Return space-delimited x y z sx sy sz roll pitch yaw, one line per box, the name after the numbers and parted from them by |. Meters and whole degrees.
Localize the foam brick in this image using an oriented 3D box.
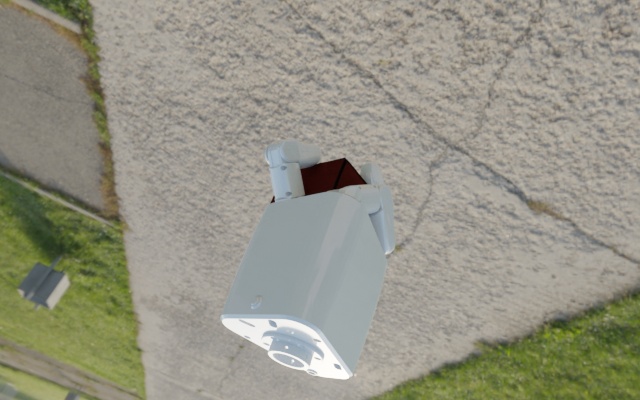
0.000 0.001 0.446 0.078 0.051 0.053 -11 -45 39 | foam brick
